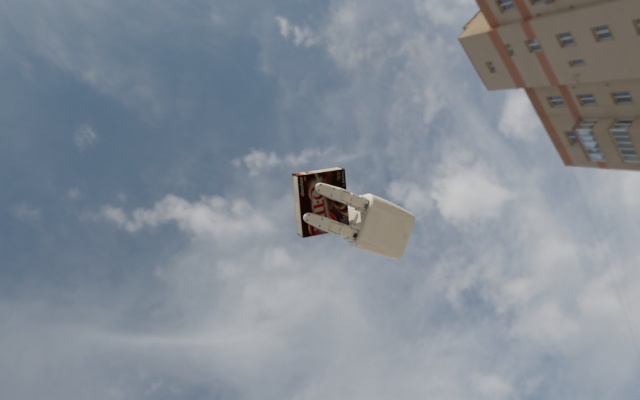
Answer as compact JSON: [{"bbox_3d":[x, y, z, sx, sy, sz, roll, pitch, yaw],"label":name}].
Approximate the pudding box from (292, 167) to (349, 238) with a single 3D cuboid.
[{"bbox_3d":[0.000,0.003,0.838,0.090,0.113,0.039,-10,11,-22],"label":"pudding box"}]
